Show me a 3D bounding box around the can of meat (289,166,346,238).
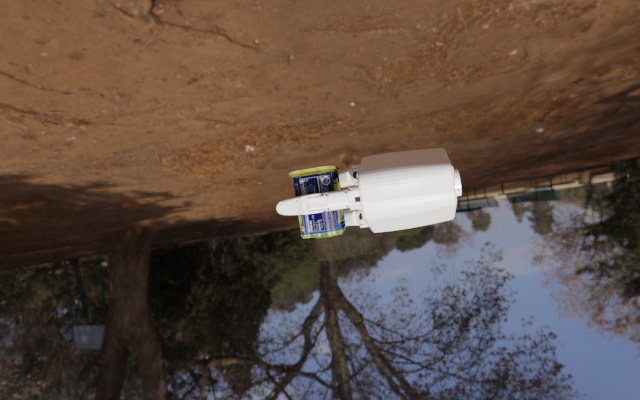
[{"bbox_3d":[0.000,0.002,0.614,0.057,0.084,0.102,-9,0,7],"label":"can of meat"}]
